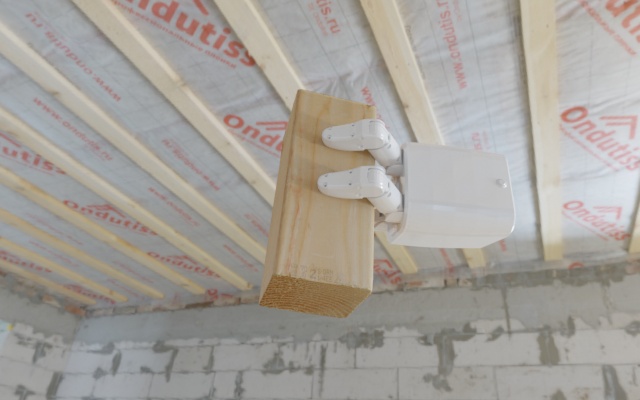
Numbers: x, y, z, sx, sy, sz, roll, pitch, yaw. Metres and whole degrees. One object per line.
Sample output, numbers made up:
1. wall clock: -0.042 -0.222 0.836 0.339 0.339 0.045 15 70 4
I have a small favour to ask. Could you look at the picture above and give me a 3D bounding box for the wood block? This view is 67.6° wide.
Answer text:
1. wood block: 0.000 0.002 0.485 0.090 0.206 0.091 11 -32 -9
